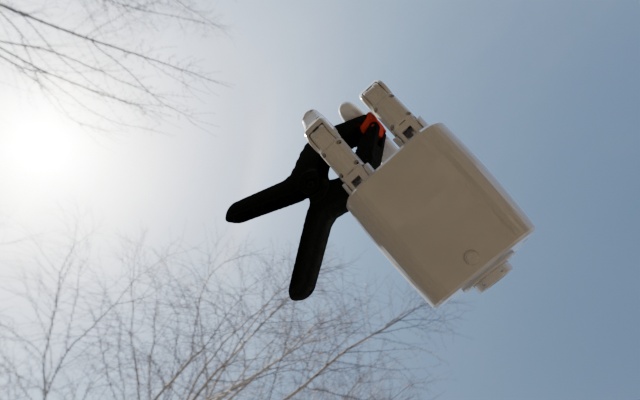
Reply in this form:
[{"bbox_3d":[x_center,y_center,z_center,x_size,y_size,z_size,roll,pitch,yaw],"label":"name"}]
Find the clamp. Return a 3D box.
[{"bbox_3d":[0.000,0.001,0.424,0.171,0.120,0.039,-42,-23,12],"label":"clamp"}]
